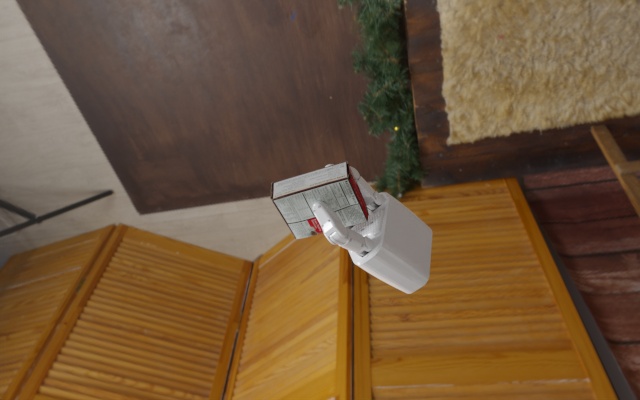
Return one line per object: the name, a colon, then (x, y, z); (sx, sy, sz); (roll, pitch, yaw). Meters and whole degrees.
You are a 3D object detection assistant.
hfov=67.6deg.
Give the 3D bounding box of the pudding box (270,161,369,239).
pudding box: (0.000, 0.002, 0.656); (0.113, 0.090, 0.039); (-16, 41, 12)
